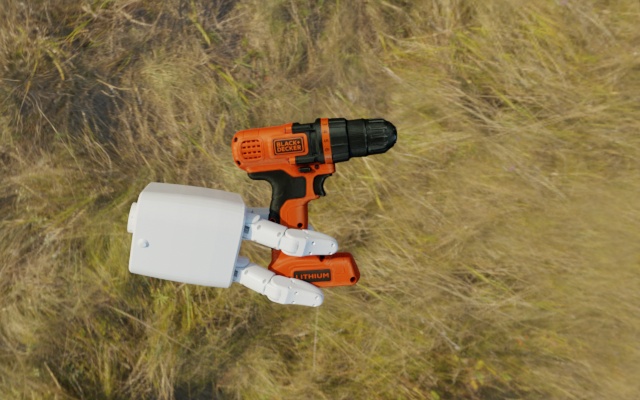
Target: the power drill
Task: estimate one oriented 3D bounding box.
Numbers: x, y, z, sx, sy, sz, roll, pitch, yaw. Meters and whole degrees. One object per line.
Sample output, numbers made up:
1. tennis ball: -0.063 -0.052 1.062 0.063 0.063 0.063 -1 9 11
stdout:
1. power drill: 0.000 0.002 0.542 0.184 0.187 0.057 -5 6 5
